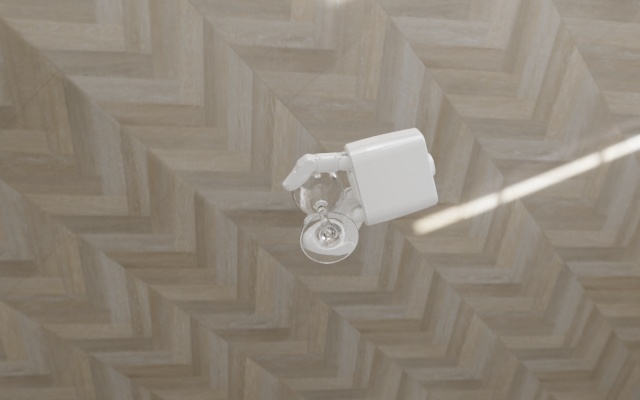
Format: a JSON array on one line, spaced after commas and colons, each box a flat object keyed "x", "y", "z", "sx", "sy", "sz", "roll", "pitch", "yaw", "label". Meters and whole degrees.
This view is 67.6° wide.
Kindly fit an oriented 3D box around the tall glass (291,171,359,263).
[{"x": 0.000, "y": 0.003, "z": 0.680, "sx": 0.079, "sy": 0.079, "sz": 0.201, "roll": 0, "pitch": 27, "yaw": -8, "label": "tall glass"}]
